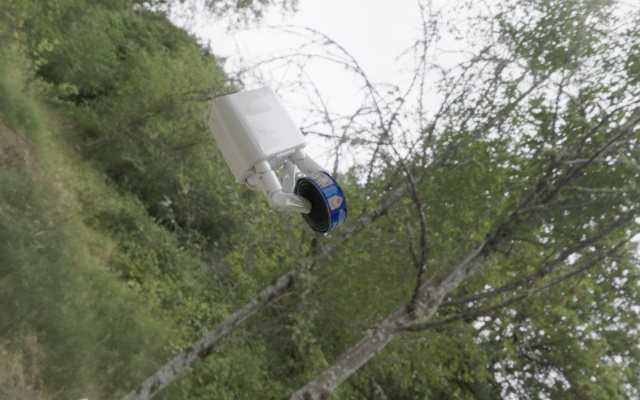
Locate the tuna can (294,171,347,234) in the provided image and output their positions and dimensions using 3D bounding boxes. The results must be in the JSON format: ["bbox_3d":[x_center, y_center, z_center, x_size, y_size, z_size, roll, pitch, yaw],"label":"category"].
[{"bbox_3d":[0.001,0.002,0.679,0.033,0.086,0.086,-24,12,-27],"label":"tuna can"}]
